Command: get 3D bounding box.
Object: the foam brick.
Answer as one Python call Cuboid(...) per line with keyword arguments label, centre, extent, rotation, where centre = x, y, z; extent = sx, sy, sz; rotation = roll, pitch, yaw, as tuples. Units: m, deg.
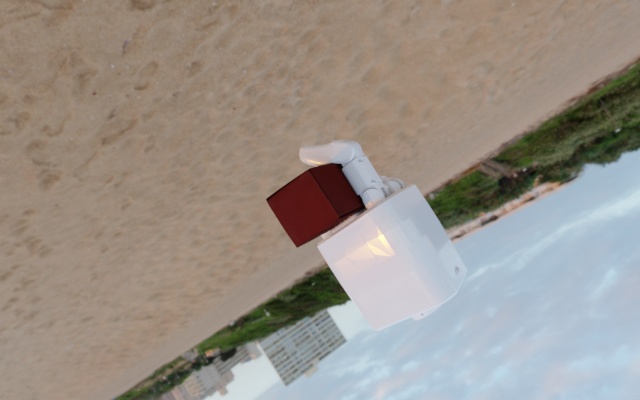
Cuboid(label="foam brick", centre=(0.000, 0.001, 0.435), extent=(0.053, 0.051, 0.078), rotation=(-34, -6, 26))
